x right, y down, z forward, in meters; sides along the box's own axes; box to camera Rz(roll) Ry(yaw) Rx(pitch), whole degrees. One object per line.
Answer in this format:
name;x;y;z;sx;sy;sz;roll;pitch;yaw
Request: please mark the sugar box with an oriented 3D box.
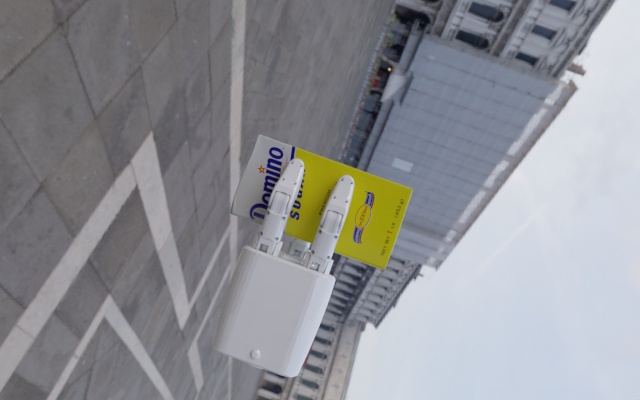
sugar box;0.000;0.002;0.517;0.176;0.093;0.048;19;-4;1
